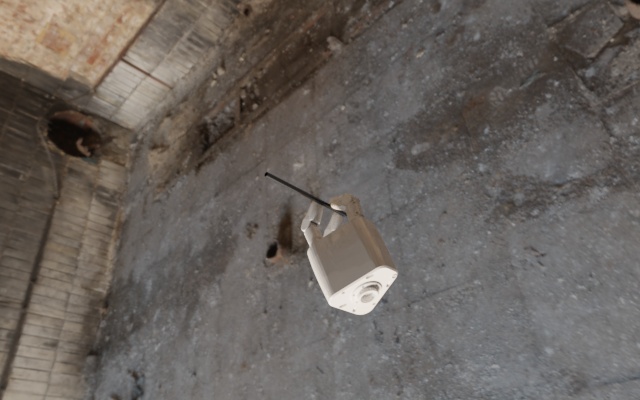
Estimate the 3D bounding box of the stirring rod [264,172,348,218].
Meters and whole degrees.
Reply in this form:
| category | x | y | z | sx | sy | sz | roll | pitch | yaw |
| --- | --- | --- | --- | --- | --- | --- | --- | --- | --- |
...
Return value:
| category | x | y | z | sx | sy | sz | roll | pitch | yaw |
| --- | --- | --- | --- | --- | --- | --- | --- | --- | --- |
| stirring rod | 0.000 | 0.003 | 0.814 | 0.239 | 0.011 | 0.011 | 27 | -18 | -38 |
